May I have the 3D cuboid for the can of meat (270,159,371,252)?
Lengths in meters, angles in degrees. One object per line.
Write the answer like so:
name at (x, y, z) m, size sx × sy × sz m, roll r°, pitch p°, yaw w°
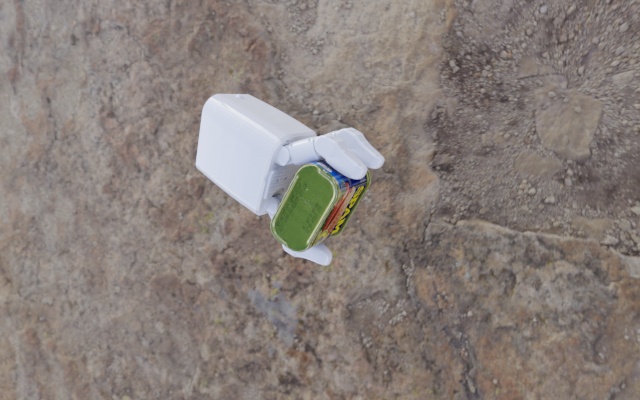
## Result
can of meat at (0.000, 0.002, 0.523) m, size 0.057 × 0.102 × 0.084 m, roll 37°, pitch 25°, yaw 16°
